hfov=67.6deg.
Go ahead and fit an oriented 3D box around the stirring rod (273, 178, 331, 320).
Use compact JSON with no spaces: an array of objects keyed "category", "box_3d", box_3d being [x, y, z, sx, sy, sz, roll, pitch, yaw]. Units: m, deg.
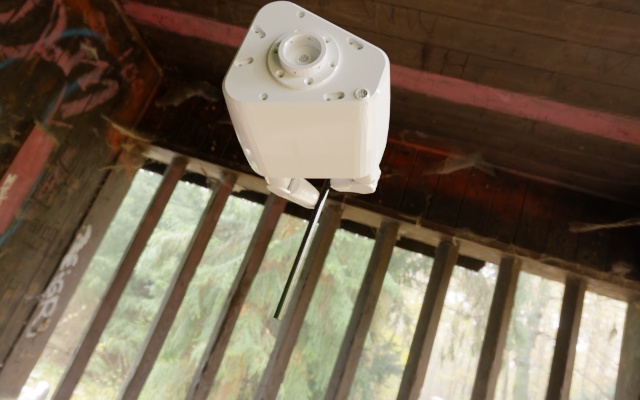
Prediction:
[{"category":"stirring rod","box_3d":[0.000,0.002,0.474,0.011,0.239,0.011,18,-19,7]}]
